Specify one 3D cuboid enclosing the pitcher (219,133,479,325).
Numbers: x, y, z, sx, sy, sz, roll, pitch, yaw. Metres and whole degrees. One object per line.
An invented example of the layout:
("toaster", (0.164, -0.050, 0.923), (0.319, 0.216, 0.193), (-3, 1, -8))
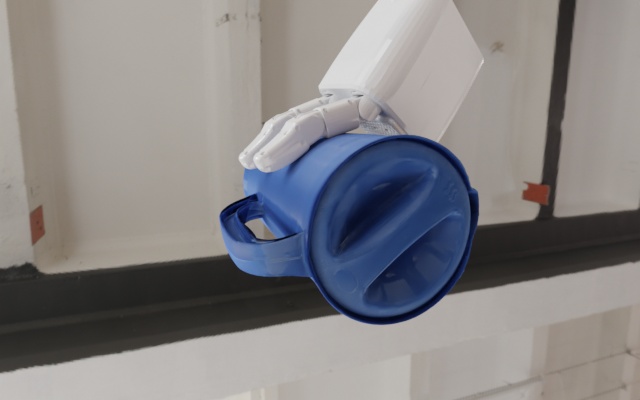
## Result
("pitcher", (0.000, 0.001, 0.421), (0.149, 0.145, 0.242), (34, -3, -25))
